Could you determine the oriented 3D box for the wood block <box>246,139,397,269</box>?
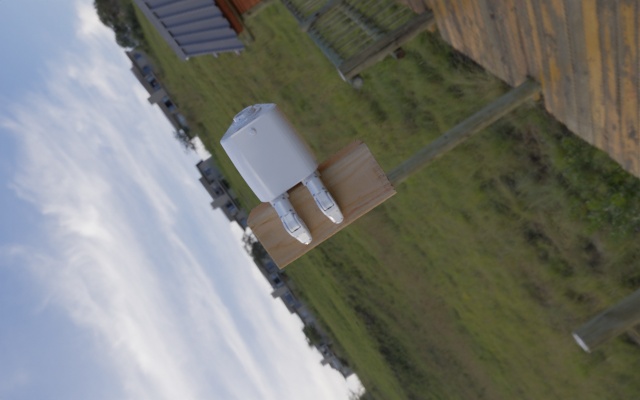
[{"bbox_3d":[0.000,0.002,0.732,0.206,0.090,0.091,-33,11,4],"label":"wood block"}]
